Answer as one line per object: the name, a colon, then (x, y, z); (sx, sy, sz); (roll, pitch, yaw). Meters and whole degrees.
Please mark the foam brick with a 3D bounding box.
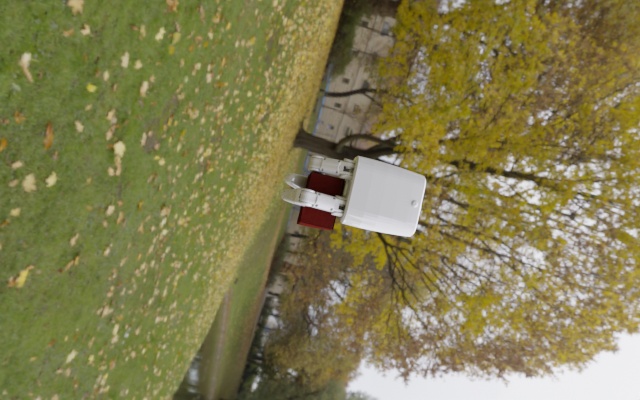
foam brick: (0.000, 0.003, 0.705); (0.051, 0.078, 0.053); (14, -6, -6)
